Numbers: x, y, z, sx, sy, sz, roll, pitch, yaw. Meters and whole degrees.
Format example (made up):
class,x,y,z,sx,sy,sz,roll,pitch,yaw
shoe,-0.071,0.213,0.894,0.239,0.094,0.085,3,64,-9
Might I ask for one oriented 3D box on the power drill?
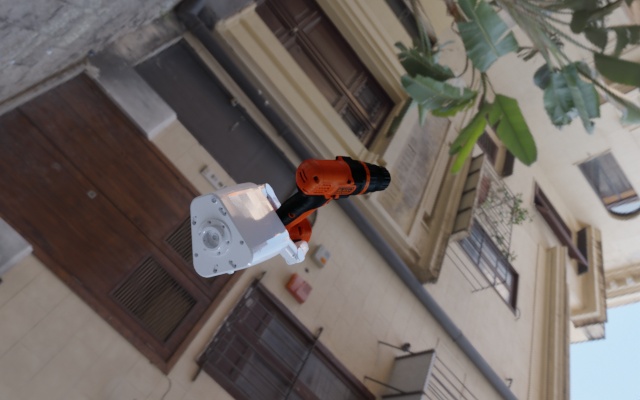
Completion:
class,x,y,z,sx,sy,sz,roll,pitch,yaw
power drill,0.000,0.003,0.735,0.184,0.057,0.188,1,-36,-45
